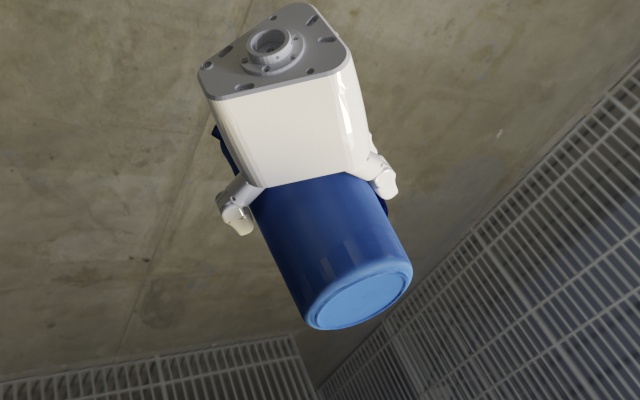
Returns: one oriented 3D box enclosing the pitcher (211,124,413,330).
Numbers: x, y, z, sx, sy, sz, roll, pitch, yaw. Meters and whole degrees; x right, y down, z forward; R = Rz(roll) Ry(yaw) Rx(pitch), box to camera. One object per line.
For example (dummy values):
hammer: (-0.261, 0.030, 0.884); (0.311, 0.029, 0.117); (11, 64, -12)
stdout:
pitcher: (0.000, 0.002, 0.492); (0.149, 0.242, 0.145); (-25, -35, -4)
